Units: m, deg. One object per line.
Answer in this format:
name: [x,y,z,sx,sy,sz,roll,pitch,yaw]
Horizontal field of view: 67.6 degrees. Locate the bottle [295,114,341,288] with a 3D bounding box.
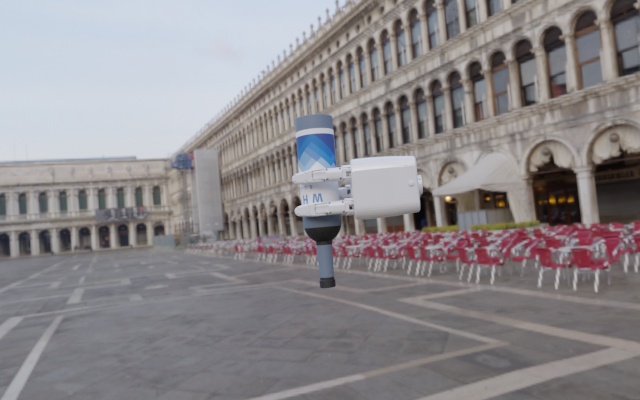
bottle: [0.000,0.002,0.829,0.069,0.295,0.069,-5,-3,0]
